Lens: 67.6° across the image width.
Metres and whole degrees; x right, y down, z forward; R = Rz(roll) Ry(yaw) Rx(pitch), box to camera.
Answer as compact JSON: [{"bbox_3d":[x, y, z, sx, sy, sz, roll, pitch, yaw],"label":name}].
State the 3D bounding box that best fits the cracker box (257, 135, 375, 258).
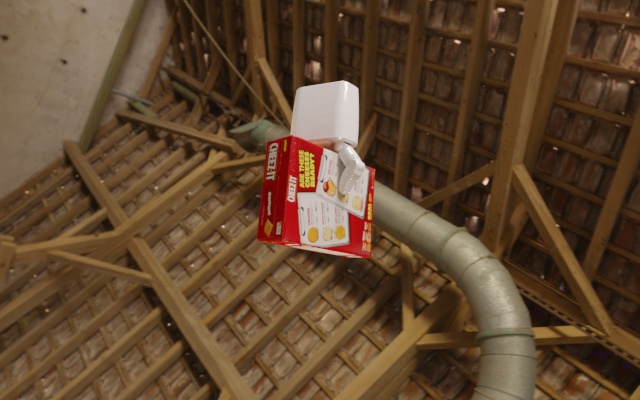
[{"bbox_3d":[0.000,0.003,0.797,0.072,0.164,0.214,-7,-16,43],"label":"cracker box"}]
